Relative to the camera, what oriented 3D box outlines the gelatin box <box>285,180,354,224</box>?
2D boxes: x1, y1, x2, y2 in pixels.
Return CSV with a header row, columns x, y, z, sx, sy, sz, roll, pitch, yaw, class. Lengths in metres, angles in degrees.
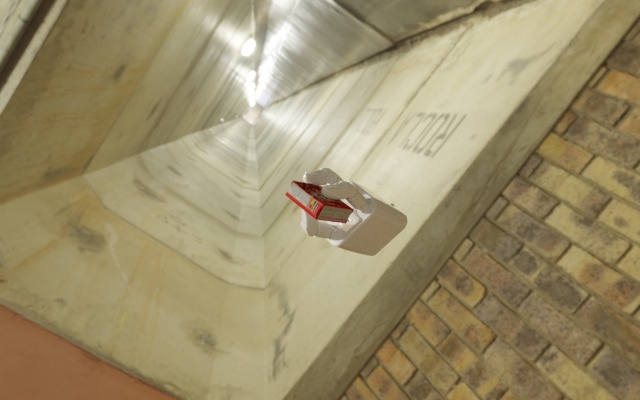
x,y,z,sx,sy,sz,roll,pitch,yaw,class
0.000,0.003,0.751,0.073,0.030,0.089,38,16,33,gelatin box
